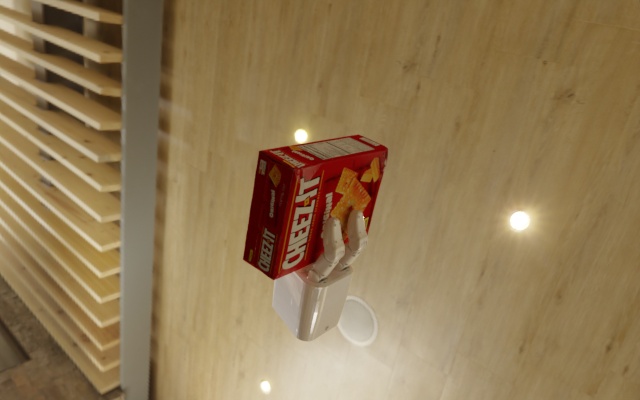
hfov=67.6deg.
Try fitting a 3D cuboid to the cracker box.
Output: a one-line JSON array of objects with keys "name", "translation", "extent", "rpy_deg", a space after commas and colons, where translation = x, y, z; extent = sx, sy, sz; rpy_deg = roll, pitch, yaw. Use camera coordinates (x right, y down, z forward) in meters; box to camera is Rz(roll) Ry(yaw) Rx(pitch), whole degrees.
[{"name": "cracker box", "translation": [0.000, 0.002, 0.684], "extent": [0.072, 0.164, 0.213], "rpy_deg": [28, 28, 32]}]
